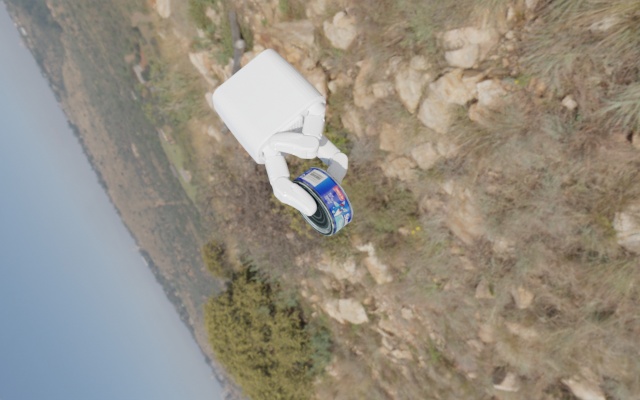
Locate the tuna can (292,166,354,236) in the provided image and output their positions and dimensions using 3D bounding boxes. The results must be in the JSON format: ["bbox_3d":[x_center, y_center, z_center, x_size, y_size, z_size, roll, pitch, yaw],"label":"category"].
[{"bbox_3d":[0.000,0.002,0.602,0.033,0.086,0.086,-37,16,-23],"label":"tuna can"}]
